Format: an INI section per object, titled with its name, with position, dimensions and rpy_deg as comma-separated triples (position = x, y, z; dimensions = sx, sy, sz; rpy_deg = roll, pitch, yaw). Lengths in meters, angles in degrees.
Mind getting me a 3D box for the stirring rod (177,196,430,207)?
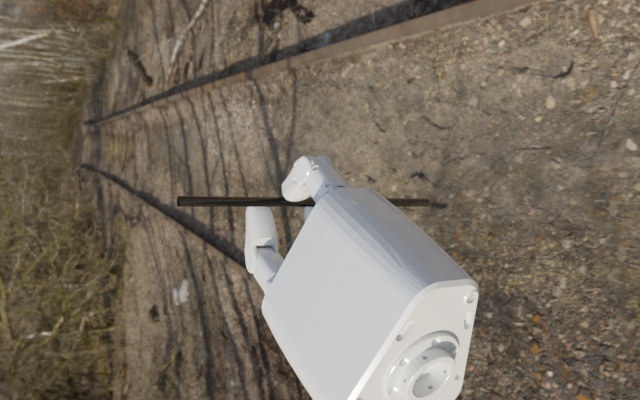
[stirring rod]
position = 0.000, 0.001, 0.410
dimensions = 0.239, 0.011, 0.011
rpy_deg = 0, 0, -30
